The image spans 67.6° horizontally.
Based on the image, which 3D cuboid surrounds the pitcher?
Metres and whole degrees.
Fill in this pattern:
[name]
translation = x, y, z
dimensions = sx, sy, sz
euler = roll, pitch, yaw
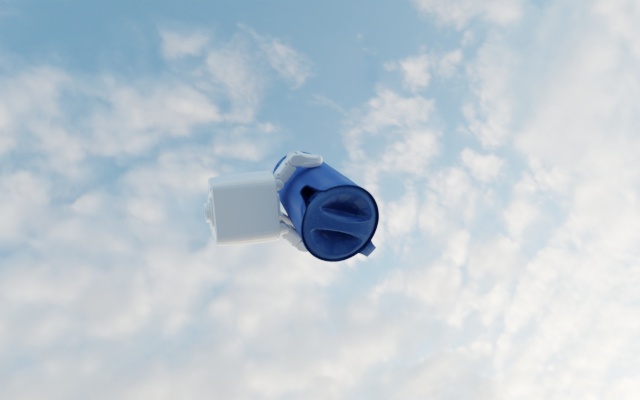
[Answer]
[pitcher]
translation = 0.000, 0.003, 0.847
dimensions = 0.145, 0.149, 0.242
euler = -7, 24, -18
